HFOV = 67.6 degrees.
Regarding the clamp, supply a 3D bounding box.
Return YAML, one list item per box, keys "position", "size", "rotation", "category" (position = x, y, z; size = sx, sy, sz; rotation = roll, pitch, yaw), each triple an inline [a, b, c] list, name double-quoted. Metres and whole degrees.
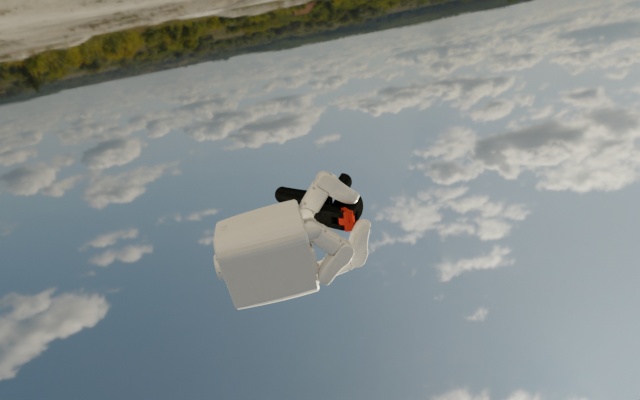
- position: [0.000, 0.003, 0.666]
  size: [0.120, 0.039, 0.171]
  rotation: [-15, 19, -4]
  category: "clamp"
